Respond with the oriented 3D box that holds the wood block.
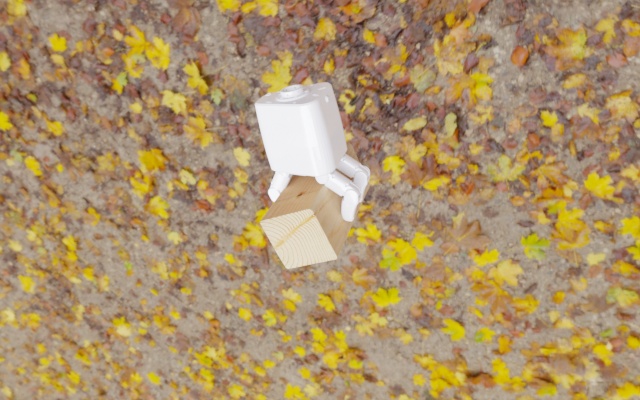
[{"bbox_3d":[0.000,0.002,0.751,0.091,0.090,0.206,-14,25,29],"label":"wood block"}]
